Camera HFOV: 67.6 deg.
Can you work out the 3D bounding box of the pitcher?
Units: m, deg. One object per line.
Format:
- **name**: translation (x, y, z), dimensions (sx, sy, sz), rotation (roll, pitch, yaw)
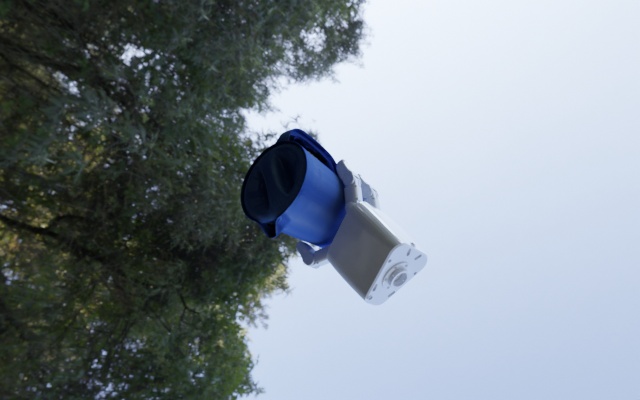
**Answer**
- **pitcher**: translation (0.000, 0.003, 0.787), dimensions (0.243, 0.149, 0.145), rotation (31, 11, -45)
